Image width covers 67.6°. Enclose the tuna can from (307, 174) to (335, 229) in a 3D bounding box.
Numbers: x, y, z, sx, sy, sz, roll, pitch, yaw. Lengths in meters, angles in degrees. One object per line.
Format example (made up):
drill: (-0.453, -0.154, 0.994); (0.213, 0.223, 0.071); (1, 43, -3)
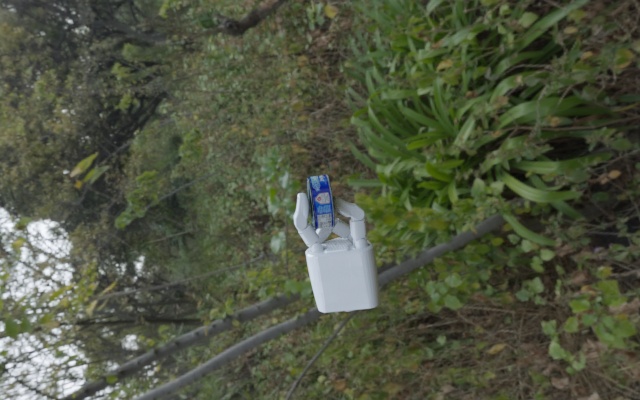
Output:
tuna can: (0.000, 0.003, 0.764); (0.034, 0.086, 0.086); (-8, 1, -5)
